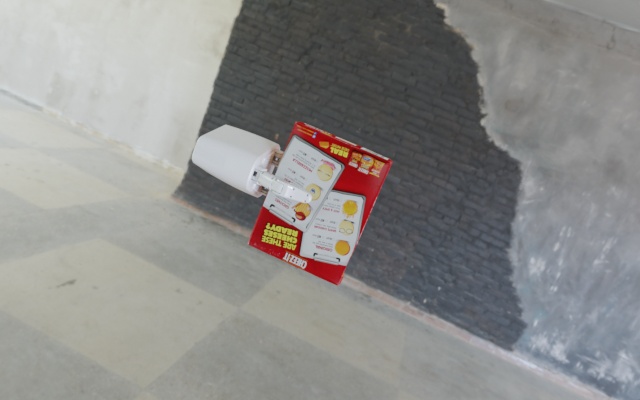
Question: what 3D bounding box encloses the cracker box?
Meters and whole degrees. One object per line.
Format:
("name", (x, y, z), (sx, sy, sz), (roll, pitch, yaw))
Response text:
("cracker box", (0.000, 0.002, 0.771), (0.164, 0.214, 0.072), (24, 11, 8))
